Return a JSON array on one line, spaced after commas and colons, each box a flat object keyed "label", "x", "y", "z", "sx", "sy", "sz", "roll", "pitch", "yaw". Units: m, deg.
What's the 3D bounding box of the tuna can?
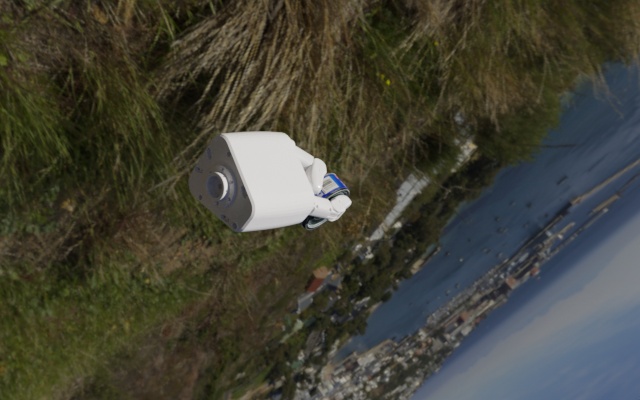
[{"label": "tuna can", "x": 0.001, "y": 0.003, "z": 0.686, "sx": 0.086, "sy": 0.033, "sz": 0.086, "roll": -37, "pitch": -20, "yaw": -15}]
